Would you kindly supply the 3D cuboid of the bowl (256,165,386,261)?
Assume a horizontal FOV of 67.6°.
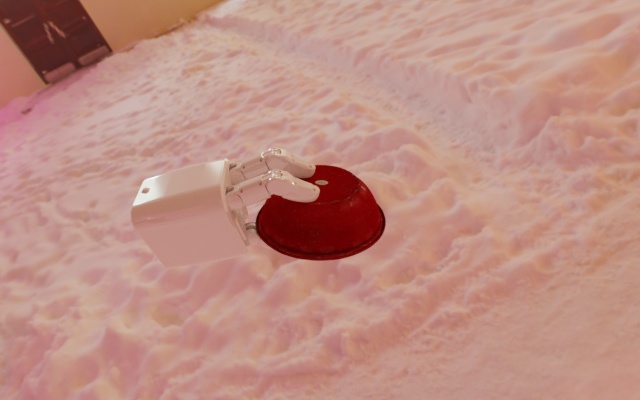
[{"bbox_3d":[0.001,0.001,0.579,0.162,0.055,0.162,0,32,0],"label":"bowl"}]
